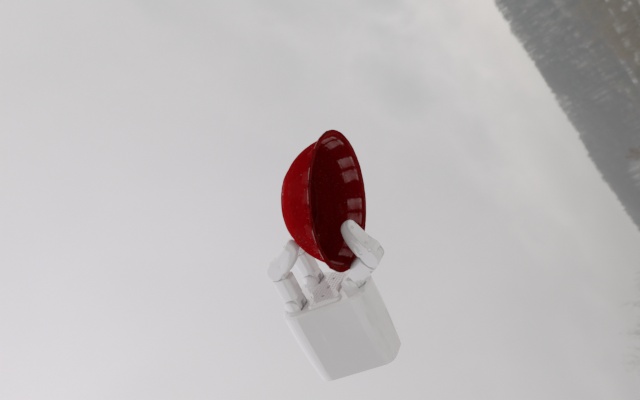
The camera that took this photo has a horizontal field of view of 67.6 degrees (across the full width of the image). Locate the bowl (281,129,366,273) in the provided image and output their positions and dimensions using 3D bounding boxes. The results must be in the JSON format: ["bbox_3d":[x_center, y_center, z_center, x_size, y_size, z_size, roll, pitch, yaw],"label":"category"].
[{"bbox_3d":[-0.001,0.001,0.552,0.055,0.162,0.162,-4,-2,26],"label":"bowl"}]
